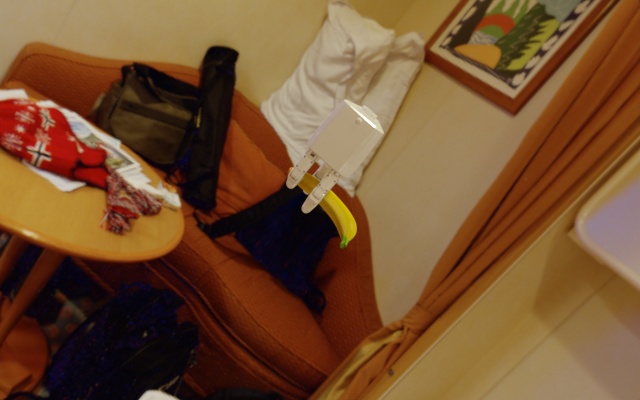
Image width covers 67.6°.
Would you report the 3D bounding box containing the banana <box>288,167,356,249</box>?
[{"bbox_3d":[0.012,0.006,0.912,0.037,0.197,0.069,-48,-27,22],"label":"banana"}]
